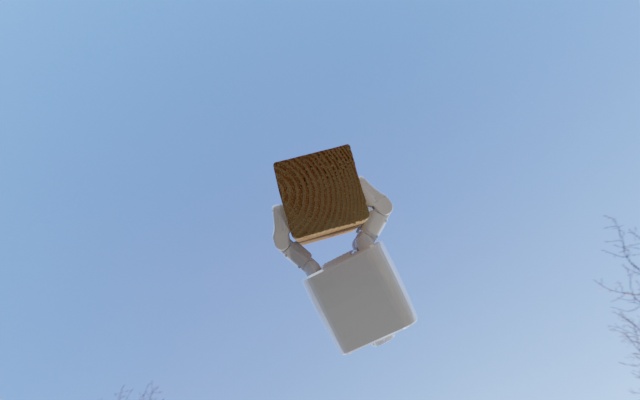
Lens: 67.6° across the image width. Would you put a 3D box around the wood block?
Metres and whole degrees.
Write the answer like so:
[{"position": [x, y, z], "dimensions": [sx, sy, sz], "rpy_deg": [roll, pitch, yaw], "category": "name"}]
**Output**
[{"position": [0.000, 0.003, 0.624], "dimensions": [0.091, 0.090, 0.206], "rpy_deg": [-15, -7, -3], "category": "wood block"}]
